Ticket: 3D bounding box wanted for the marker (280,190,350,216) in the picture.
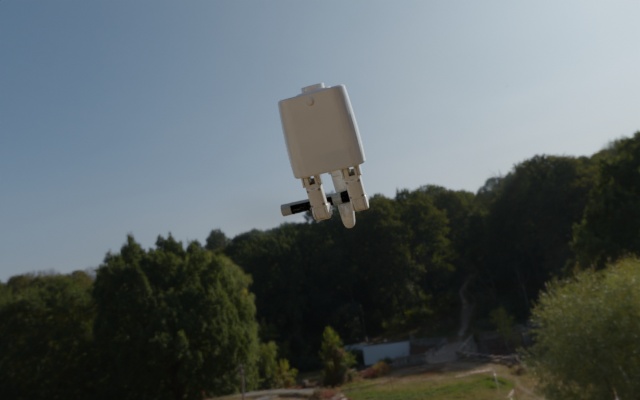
[{"bbox_3d":[0.000,0.002,0.713,0.121,0.020,0.020,-12,-2,10],"label":"marker"}]
